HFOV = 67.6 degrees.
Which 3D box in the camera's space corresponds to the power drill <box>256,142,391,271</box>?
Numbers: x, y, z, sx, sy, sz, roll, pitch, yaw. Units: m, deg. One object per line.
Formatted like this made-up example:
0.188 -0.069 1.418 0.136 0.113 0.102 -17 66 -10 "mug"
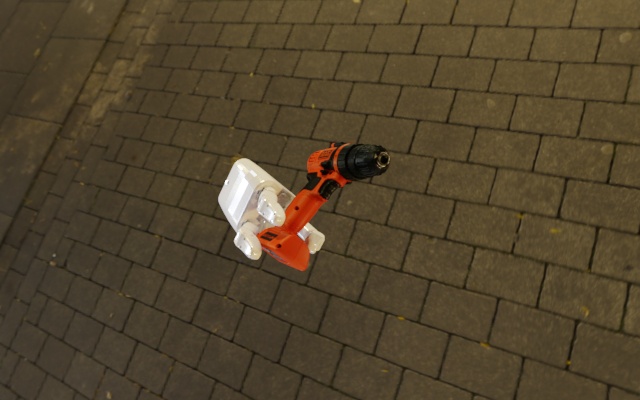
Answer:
0.000 0.002 0.648 0.057 0.187 0.184 42 -16 -19 "power drill"
